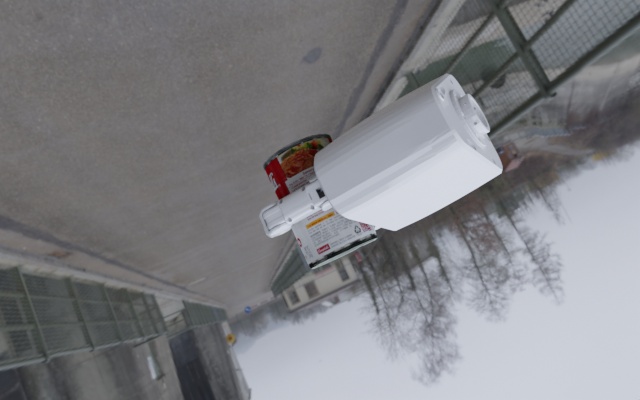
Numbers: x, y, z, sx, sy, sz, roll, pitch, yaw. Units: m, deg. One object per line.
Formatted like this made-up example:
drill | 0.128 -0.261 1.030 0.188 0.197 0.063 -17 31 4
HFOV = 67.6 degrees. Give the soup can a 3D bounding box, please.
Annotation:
soup can | 0.000 0.002 0.427 0.068 0.102 0.068 -24 -9 -4
